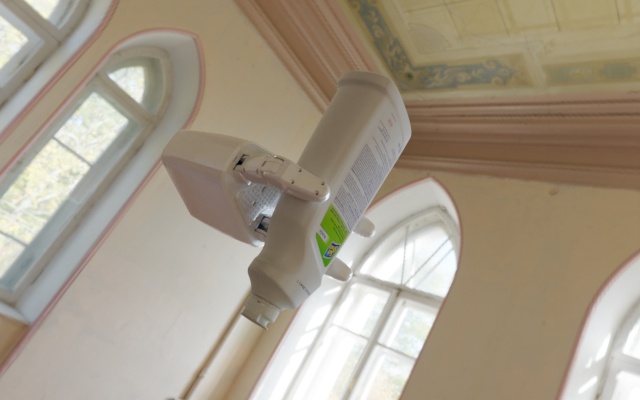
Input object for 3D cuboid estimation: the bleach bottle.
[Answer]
[{"bbox_3d":[0.000,0.002,0.455,0.068,0.250,0.103,17,-24,36],"label":"bleach bottle"}]
